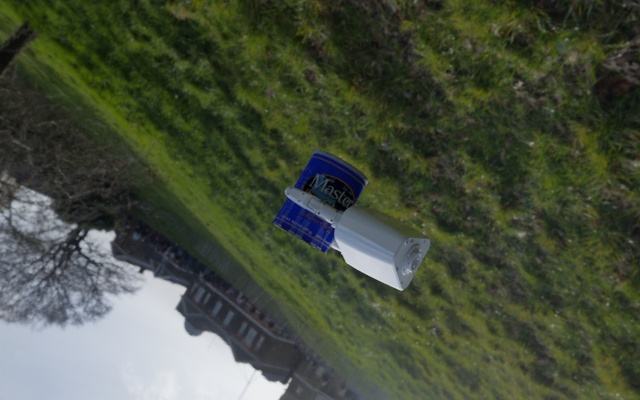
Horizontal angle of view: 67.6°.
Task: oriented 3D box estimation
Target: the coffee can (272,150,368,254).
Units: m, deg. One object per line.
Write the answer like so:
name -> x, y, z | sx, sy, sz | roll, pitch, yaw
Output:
coffee can -> 0.000, 0.002, 0.785 | 0.103, 0.140, 0.103 | 30, -6, 3
